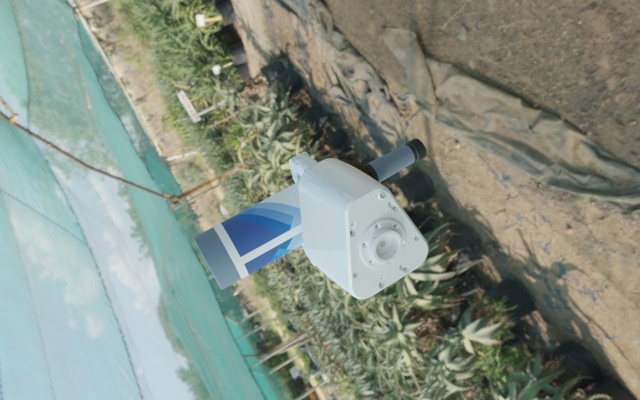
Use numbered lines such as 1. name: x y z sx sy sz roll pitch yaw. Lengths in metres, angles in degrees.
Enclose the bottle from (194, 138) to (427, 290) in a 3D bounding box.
1. bottle: 0.000 0.002 0.565 0.295 0.069 0.069 -29 8 -14
